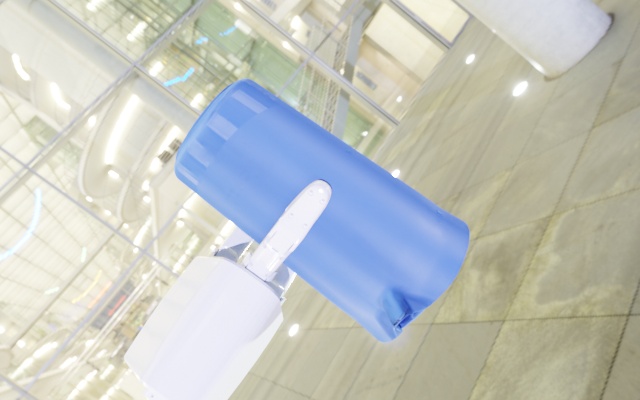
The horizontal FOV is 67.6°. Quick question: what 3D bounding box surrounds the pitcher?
[{"bbox_3d":[0.000,0.002,0.437,0.243,0.145,0.149,37,-21,-5],"label":"pitcher"}]
